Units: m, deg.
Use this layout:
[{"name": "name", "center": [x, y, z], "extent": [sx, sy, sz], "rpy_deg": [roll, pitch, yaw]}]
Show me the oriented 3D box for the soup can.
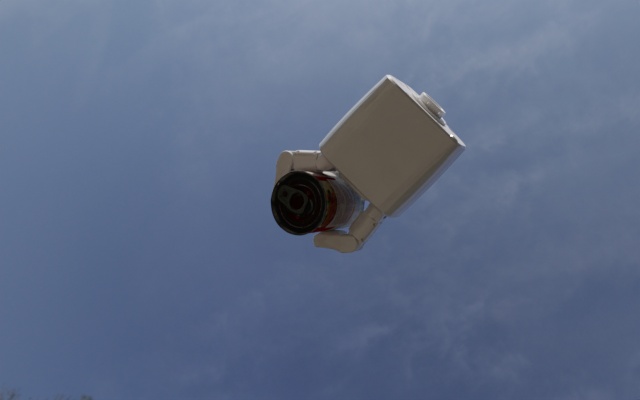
[{"name": "soup can", "center": [0.000, 0.002, 0.541], "extent": [0.068, 0.068, 0.102], "rpy_deg": [0, 1, 29]}]
